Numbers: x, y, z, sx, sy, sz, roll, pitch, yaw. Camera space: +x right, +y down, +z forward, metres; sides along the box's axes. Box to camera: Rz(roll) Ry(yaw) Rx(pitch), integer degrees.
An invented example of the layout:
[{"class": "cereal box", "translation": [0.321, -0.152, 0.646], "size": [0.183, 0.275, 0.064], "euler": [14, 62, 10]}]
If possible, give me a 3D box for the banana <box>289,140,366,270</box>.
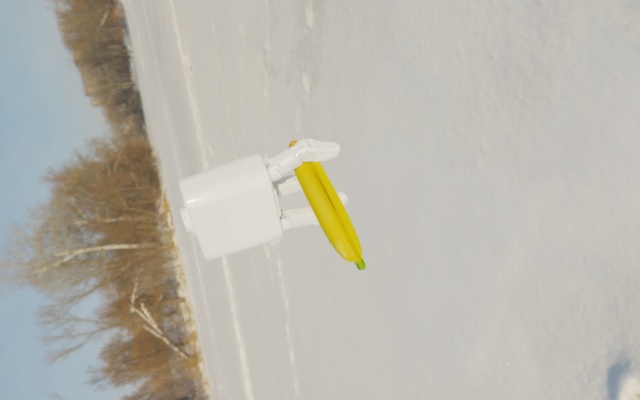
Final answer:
[{"class": "banana", "translation": [0.003, 0.000, 0.608], "size": [0.037, 0.197, 0.070], "euler": [-25, -12, -9]}]
